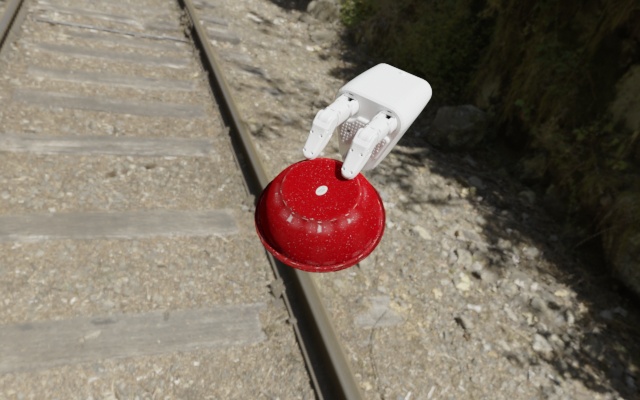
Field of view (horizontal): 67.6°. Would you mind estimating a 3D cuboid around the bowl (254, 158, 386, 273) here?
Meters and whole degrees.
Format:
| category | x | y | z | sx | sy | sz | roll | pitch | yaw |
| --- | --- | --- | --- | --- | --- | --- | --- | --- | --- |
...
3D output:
| category | x | y | z | sx | sy | sz | roll | pitch | yaw |
| --- | --- | --- | --- | --- | --- | --- | --- | --- | --- |
| bowl | 0.000 | 0.003 | 0.565 | 0.162 | 0.162 | 0.055 | 0 | -35 | -1 |
